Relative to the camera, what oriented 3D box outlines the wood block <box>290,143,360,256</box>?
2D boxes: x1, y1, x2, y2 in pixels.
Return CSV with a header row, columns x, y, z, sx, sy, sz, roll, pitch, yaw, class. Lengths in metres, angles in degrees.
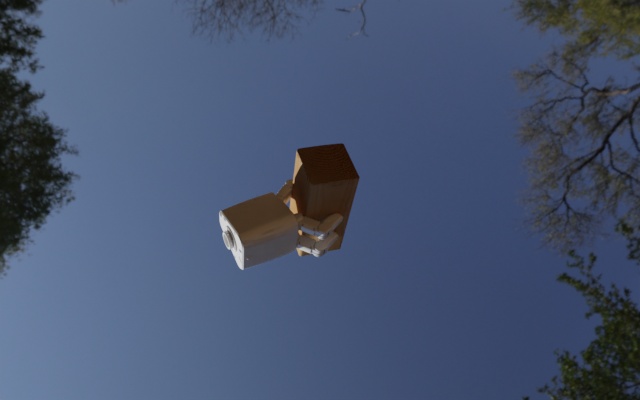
x,y,z,sx,sy,sz,roll,pitch,yaw,class
0.000,0.003,0.890,0.090,0.090,0.206,-9,-38,-17,wood block
